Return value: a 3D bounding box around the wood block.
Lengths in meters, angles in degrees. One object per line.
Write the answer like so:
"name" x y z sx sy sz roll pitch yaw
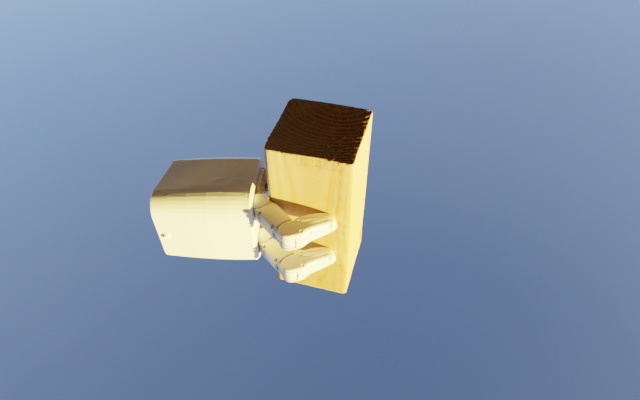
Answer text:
"wood block" 0.000 0.002 0.537 0.090 0.090 0.206 11 -43 10
